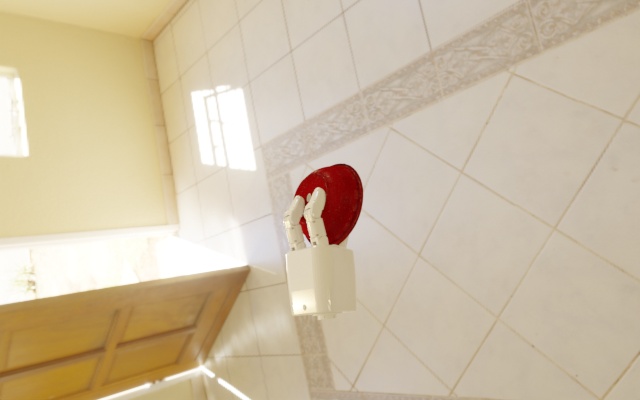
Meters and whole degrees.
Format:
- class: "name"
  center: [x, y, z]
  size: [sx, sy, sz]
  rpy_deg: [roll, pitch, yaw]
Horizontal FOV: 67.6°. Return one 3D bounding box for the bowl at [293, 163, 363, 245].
- class: "bowl"
  center: [0.000, 0.002, 0.851]
  size: [0.055, 0.162, 0.162]
  rpy_deg: [20, -13, -38]
